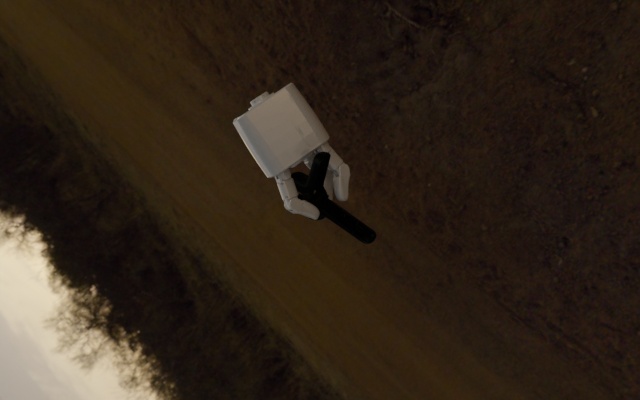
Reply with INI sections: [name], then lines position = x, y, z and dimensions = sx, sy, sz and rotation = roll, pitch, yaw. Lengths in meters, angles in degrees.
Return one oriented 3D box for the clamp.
[clamp]
position = -0.001, 0.003, 0.791
dimensions = 0.036, 0.164, 0.210
rotation = -39, 14, -24
